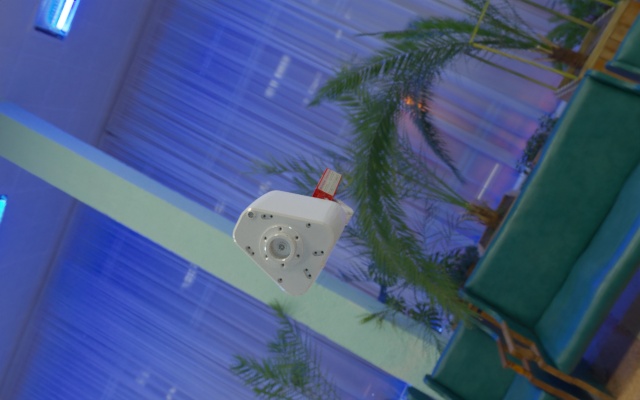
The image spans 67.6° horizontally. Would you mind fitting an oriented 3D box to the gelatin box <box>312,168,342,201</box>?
[{"bbox_3d":[0.000,0.002,0.698,0.030,0.073,0.089,26,26,-1],"label":"gelatin box"}]
